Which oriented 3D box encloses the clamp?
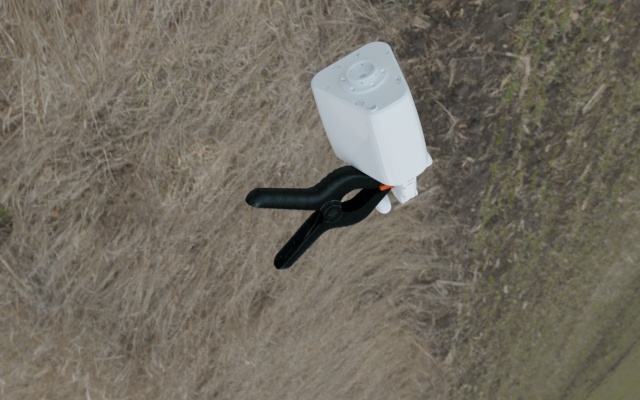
[{"bbox_3d":[0.001,0.002,0.545,0.171,0.120,0.039,-32,47,-5],"label":"clamp"}]
